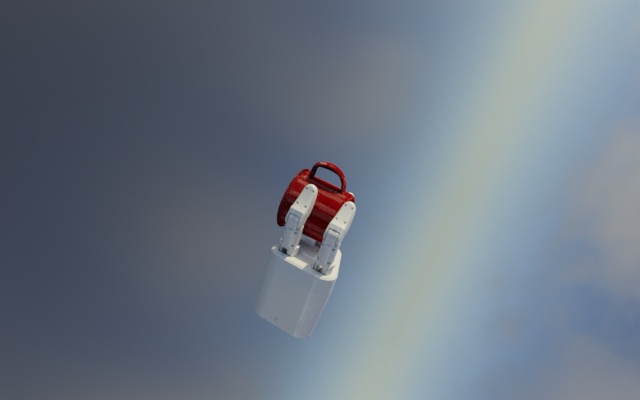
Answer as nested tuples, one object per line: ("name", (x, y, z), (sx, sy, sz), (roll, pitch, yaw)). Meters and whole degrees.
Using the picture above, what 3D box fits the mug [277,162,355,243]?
("mug", (0.001, 0.001, 0.675), (0.081, 0.117, 0.093), (26, 22, 14))
